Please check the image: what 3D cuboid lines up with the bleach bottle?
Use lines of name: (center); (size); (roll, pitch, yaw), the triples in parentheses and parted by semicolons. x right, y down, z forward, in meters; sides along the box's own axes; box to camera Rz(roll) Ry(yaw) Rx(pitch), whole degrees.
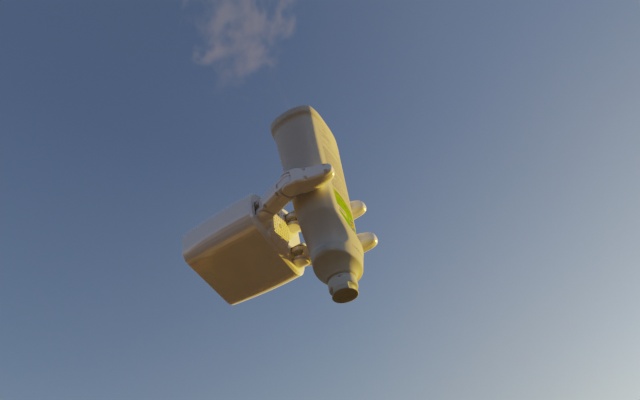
bleach bottle: (0.000, 0.002, 0.563); (0.068, 0.250, 0.103); (-27, -44, 15)
